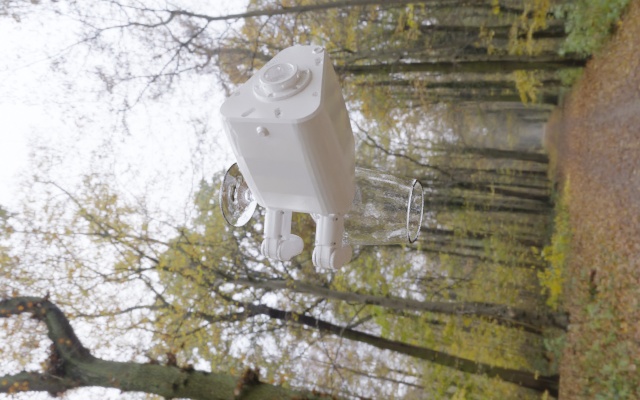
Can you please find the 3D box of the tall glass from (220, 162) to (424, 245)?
[{"bbox_3d":[0.000,0.002,0.493,0.201,0.079,0.079,6,2,23],"label":"tall glass"}]
